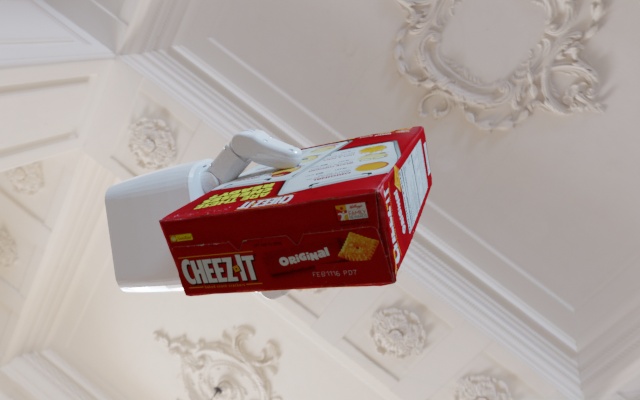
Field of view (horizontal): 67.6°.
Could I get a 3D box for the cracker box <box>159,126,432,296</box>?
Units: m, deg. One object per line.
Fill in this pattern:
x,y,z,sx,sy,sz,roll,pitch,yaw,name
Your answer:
0.000,0.001,0.409,0.164,0.072,0.213,-8,16,22,cracker box
